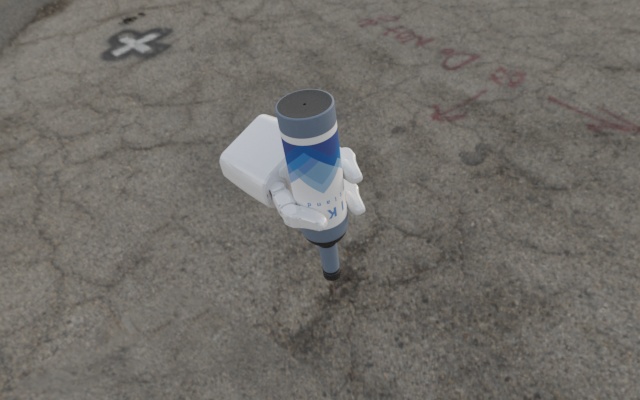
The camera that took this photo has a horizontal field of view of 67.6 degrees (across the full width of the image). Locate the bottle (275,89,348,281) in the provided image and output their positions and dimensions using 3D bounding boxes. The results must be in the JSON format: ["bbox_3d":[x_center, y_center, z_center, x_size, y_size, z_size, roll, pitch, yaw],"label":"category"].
[{"bbox_3d":[0.000,0.002,0.625,0.069,0.296,0.069,-5,41,5],"label":"bottle"}]
